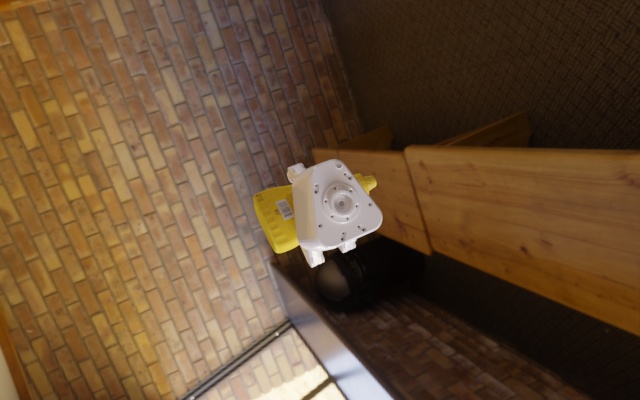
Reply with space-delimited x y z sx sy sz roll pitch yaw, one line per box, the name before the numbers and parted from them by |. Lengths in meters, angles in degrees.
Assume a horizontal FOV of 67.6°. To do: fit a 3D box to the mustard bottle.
mustard bottle | 0.000 0.003 0.738 0.191 0.096 0.058 -22 -24 -15
